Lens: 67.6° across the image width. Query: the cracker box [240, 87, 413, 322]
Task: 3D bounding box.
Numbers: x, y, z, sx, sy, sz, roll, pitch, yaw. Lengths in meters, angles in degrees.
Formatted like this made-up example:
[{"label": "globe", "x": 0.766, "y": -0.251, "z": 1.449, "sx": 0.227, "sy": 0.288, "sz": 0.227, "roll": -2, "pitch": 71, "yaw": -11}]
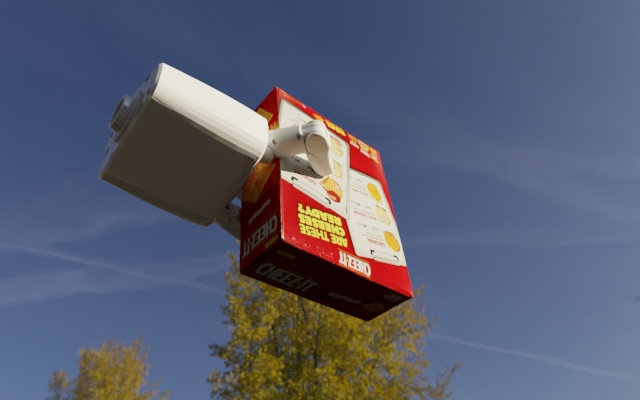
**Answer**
[{"label": "cracker box", "x": 0.000, "y": 0.001, "z": 0.505, "sx": 0.164, "sy": 0.213, "sz": 0.072, "roll": 27, "pitch": -51, "yaw": -32}]
